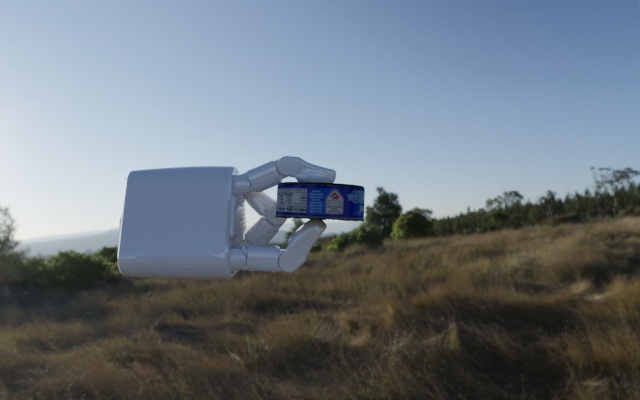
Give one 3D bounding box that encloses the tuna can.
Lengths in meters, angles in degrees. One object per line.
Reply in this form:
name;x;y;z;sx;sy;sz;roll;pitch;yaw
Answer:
tuna can;0.000;0.001;0.458;0.086;0.034;0.086;3;-1;0
